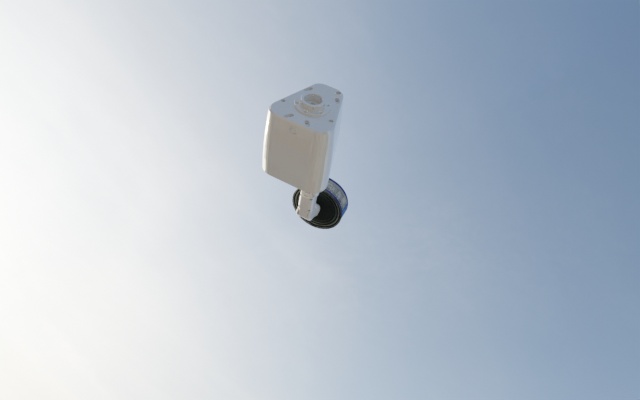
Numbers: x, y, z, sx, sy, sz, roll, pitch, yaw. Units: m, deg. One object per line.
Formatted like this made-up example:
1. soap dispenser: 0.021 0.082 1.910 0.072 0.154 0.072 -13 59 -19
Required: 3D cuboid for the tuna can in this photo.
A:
1. tuna can: 0.000 0.002 0.765 0.086 0.086 0.033 0 36 31
